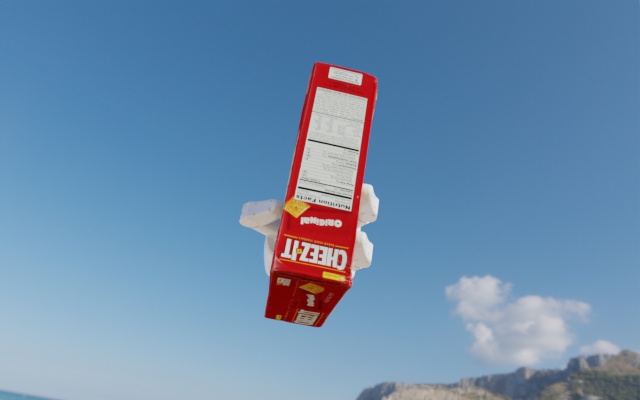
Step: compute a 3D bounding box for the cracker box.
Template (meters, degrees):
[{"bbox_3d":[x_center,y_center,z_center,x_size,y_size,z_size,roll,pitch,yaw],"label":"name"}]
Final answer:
[{"bbox_3d":[0.000,0.001,0.477,0.072,0.213,0.164,11,-27,-3],"label":"cracker box"}]
